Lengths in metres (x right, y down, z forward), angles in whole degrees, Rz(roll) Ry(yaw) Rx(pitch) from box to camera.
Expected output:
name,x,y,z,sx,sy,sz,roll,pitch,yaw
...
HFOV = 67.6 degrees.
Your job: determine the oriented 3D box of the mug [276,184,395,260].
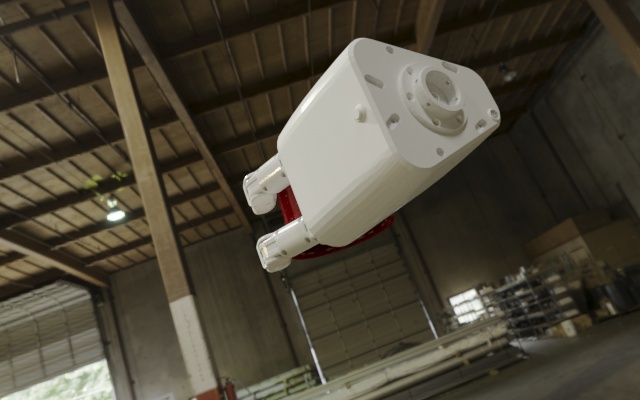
name,x,y,z,sx,sy,sz,roll,pitch,yaw
mug,-0.001,0.002,0.422,0.093,0.081,0.117,-9,-20,-33
